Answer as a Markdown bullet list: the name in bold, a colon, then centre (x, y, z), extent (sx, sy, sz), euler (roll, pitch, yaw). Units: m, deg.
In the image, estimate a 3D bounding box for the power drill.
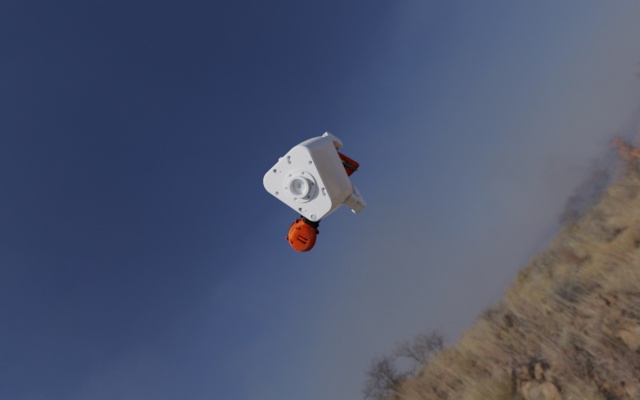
- **power drill**: centre (0.000, 0.002, 0.876), extent (0.057, 0.187, 0.184), euler (27, 1, -5)
